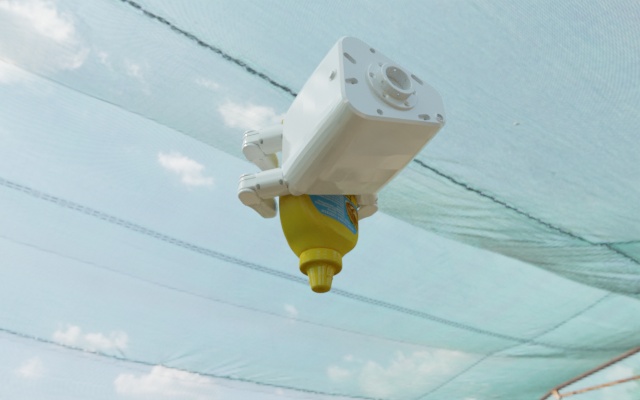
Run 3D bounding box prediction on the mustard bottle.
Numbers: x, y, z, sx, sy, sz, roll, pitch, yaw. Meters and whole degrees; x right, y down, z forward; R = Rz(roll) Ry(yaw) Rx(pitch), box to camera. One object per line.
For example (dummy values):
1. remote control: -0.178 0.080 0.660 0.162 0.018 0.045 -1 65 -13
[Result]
1. mustard bottle: 0.000 0.002 0.486 0.058 0.191 0.096 -25 -41 31
